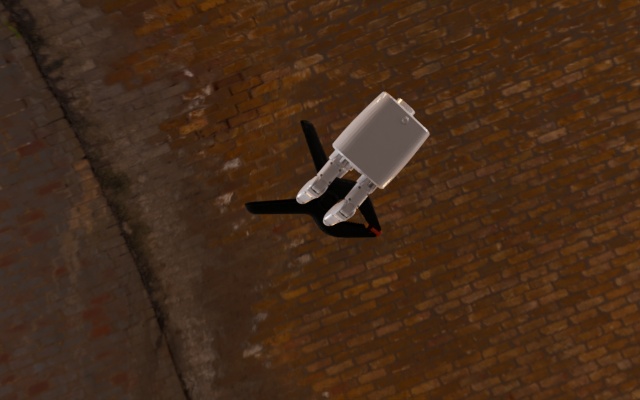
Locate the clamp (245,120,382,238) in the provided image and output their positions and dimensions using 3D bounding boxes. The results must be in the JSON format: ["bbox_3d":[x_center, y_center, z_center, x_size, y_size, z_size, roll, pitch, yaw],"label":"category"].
[{"bbox_3d":[0.001,0.002,0.741,0.210,0.164,0.036,40,9,-14],"label":"clamp"}]
